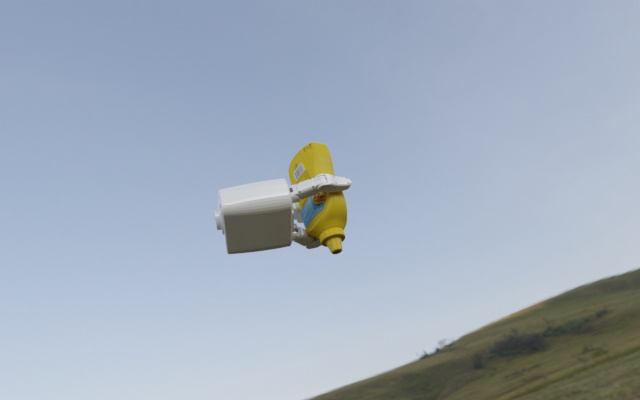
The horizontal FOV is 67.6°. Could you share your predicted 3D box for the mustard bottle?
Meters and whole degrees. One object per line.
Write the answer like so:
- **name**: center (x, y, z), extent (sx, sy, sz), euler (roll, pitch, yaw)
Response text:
- **mustard bottle**: center (0.000, 0.002, 0.793), extent (0.058, 0.191, 0.096), euler (6, -39, -34)
